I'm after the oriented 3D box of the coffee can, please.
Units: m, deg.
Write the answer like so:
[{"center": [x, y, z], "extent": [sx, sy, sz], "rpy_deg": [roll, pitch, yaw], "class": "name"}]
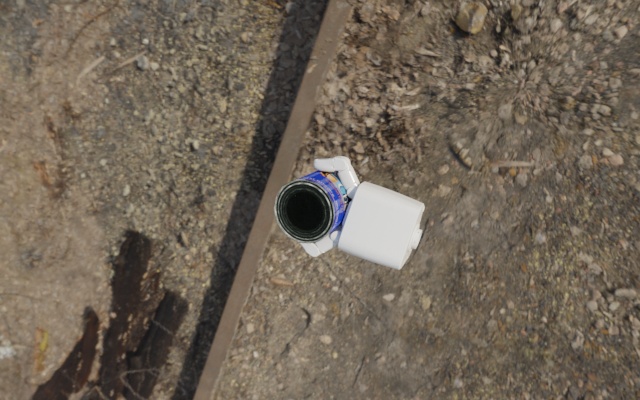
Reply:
[{"center": [0.000, 0.002, 0.794], "extent": [0.103, 0.103, 0.140], "rpy_deg": [0, 13, 23], "class": "coffee can"}]
